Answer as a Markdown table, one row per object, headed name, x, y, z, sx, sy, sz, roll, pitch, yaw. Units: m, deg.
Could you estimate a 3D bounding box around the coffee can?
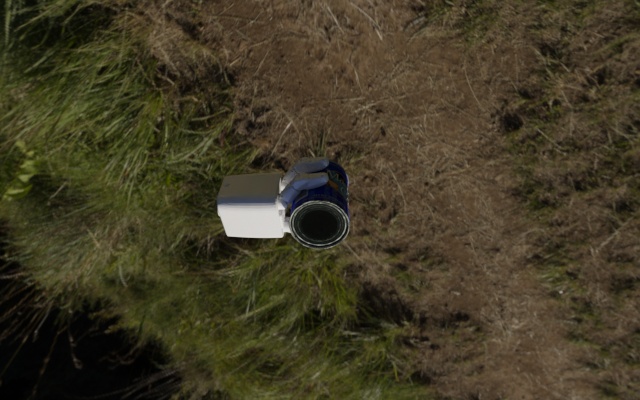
| name | x | y | z | sx | sy | sz | roll | pitch | yaw |
| --- | --- | --- | --- | --- | --- | --- | --- | --- | --- |
| coffee can | 0.000 | 0.003 | 0.855 | 0.103 | 0.103 | 0.140 | 0 | 34 | 2 |
